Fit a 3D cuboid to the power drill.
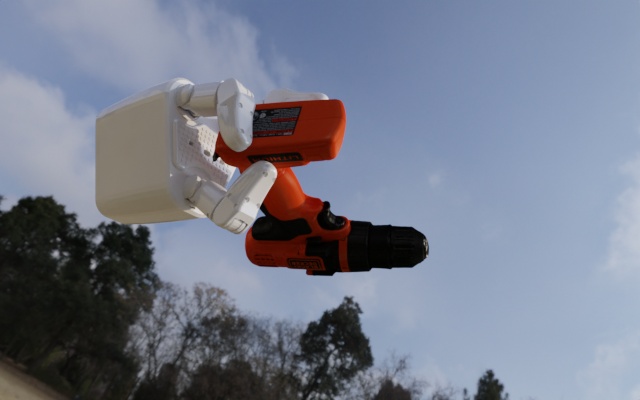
[{"bbox_3d":[0.000,0.001,0.427,0.184,0.057,0.188,-2,-43,14],"label":"power drill"}]
